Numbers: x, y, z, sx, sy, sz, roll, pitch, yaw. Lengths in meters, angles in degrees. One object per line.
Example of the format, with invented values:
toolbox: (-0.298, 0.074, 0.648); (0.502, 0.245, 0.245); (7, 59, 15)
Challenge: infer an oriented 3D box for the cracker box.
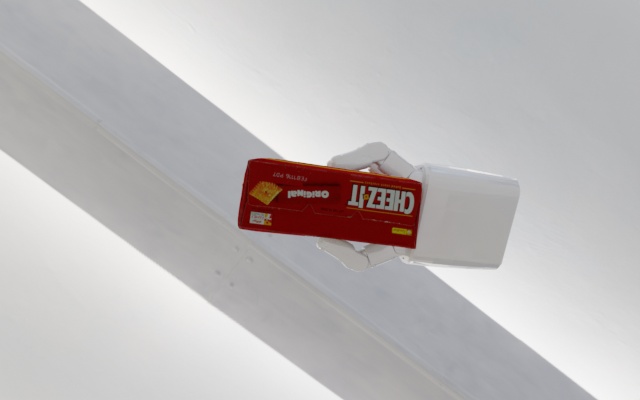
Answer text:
cracker box: (0.000, 0.002, 0.529); (0.164, 0.072, 0.213); (7, -1, -6)
